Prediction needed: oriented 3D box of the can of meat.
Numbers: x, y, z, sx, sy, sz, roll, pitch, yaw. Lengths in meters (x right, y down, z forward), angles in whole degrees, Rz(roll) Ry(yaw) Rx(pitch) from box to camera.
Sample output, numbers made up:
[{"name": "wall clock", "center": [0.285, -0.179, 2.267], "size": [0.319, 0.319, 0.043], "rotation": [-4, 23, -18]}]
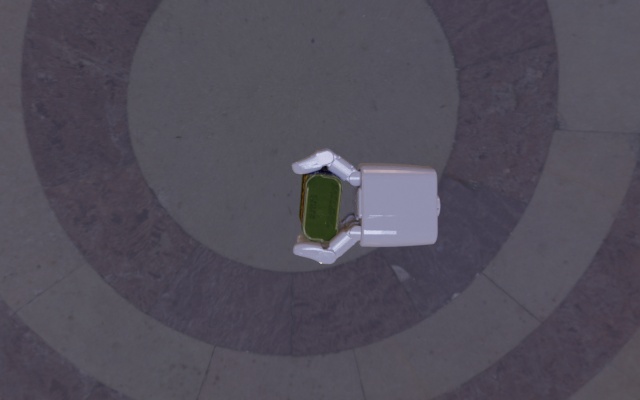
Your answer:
[{"name": "can of meat", "center": [0.000, 0.002, 0.692], "size": [0.057, 0.102, 0.084], "rotation": [4, 13, -4]}]
